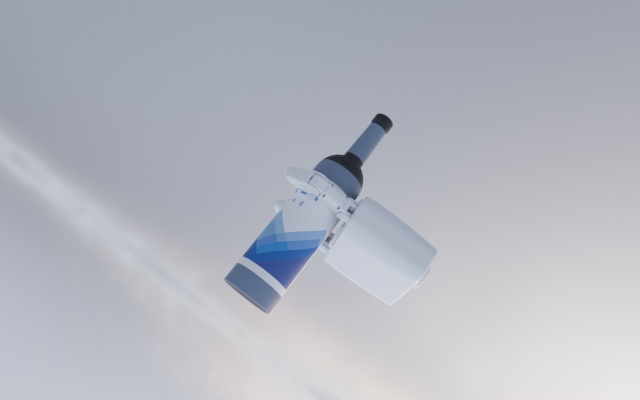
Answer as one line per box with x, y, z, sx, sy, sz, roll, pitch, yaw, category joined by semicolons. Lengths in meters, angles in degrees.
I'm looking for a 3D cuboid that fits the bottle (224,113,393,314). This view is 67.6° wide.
0.000;0.002;0.599;0.069;0.295;0.069;34;-18;13;bottle
